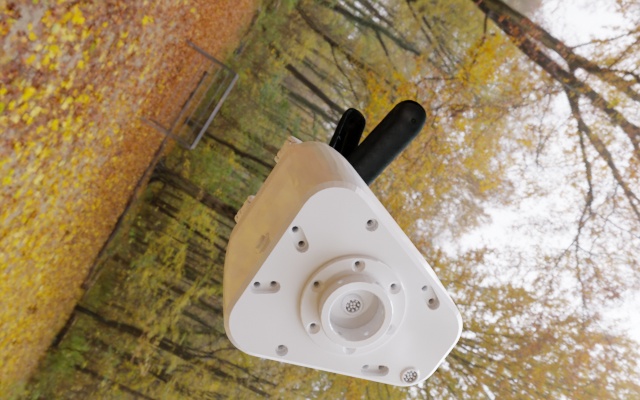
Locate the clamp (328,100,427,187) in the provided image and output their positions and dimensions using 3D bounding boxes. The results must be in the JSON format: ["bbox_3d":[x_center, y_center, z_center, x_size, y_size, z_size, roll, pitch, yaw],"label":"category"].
[{"bbox_3d":[0.000,0.002,0.413,0.036,0.210,0.164,32,8,-13],"label":"clamp"}]
